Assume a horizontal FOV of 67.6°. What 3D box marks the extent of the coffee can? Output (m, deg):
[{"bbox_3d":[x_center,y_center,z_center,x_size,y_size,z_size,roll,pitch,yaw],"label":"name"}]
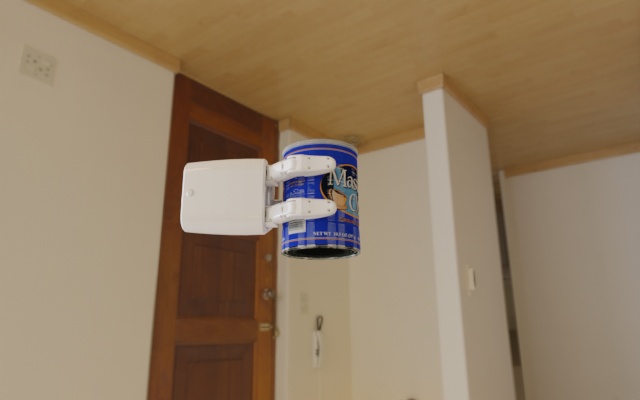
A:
[{"bbox_3d":[0.000,0.002,0.634,0.103,0.140,0.103,0,-15,0],"label":"coffee can"}]
